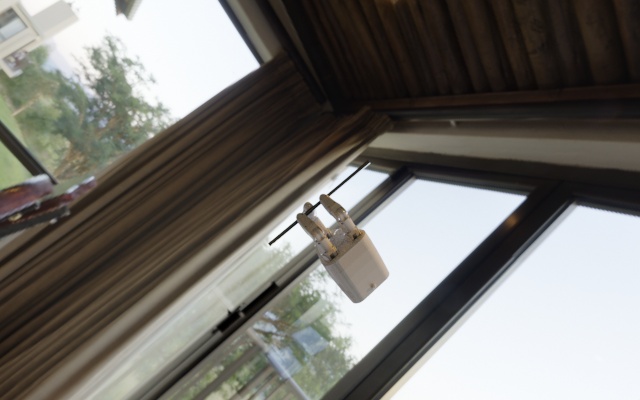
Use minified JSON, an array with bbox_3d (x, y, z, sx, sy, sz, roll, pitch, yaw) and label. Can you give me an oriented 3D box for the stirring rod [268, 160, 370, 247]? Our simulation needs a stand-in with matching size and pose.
[{"bbox_3d":[0.000,0.003,0.860,0.239,0.011,0.011,-40,12,-14],"label":"stirring rod"}]
